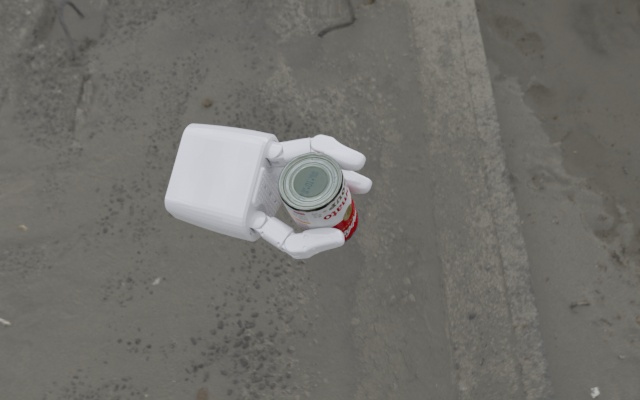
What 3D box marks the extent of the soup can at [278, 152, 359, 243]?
[{"bbox_3d":[0.000,0.002,0.509,0.068,0.068,0.102,0,-26,14],"label":"soup can"}]
